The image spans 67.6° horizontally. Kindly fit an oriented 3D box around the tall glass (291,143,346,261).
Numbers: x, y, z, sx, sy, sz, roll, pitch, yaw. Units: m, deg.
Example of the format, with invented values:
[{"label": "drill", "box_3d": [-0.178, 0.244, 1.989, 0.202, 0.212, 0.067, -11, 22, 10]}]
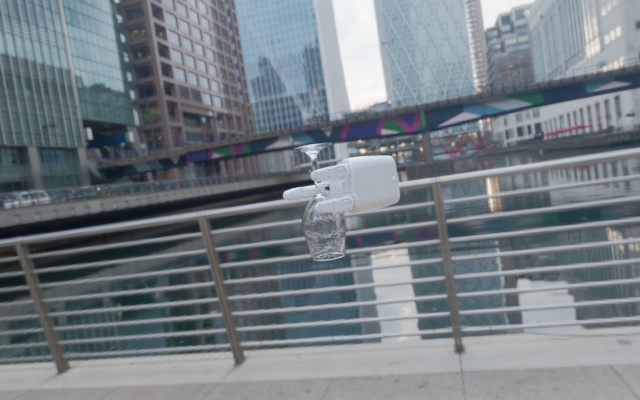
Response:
[{"label": "tall glass", "box_3d": [0.000, 0.002, 0.848, 0.079, 0.201, 0.079, -8, 3, 0]}]
